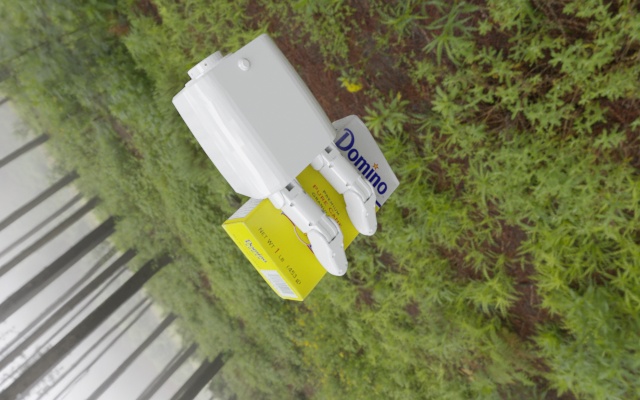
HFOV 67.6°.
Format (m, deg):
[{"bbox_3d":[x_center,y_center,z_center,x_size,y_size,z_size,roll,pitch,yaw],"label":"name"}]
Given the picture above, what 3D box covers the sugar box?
[{"bbox_3d":[0.000,0.001,0.461,0.048,0.093,0.176,-7,33,53],"label":"sugar box"}]
